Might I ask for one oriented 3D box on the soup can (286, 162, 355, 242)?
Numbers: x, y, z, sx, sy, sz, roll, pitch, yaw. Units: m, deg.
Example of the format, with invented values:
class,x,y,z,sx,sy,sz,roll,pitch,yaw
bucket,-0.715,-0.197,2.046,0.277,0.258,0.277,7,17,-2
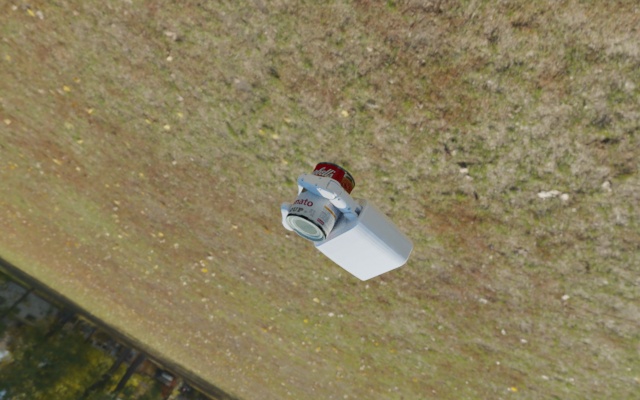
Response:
class,x,y,z,sx,sy,sz,roll,pitch,yaw
soup can,0.000,0.002,0.711,0.068,0.102,0.068,23,-27,13
